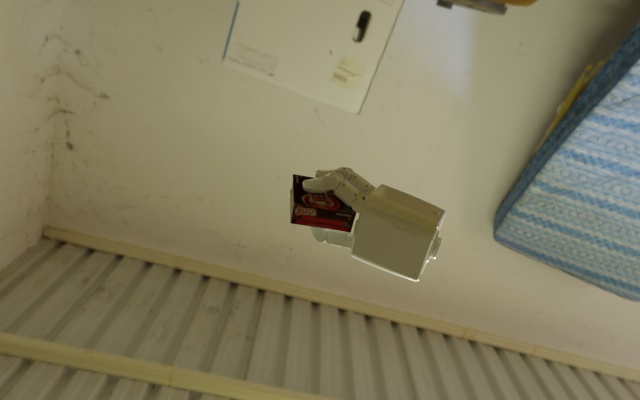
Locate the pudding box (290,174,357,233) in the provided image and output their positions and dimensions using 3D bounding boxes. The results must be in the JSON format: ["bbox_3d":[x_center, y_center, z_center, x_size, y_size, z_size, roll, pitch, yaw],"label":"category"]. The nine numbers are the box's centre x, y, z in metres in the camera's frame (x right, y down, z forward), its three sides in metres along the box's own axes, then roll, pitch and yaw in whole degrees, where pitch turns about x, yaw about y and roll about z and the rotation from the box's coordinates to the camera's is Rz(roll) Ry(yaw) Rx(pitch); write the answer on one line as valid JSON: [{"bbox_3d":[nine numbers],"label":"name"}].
[{"bbox_3d":[0.000,0.003,0.715,0.090,0.039,0.113,10,21,-9],"label":"pudding box"}]
